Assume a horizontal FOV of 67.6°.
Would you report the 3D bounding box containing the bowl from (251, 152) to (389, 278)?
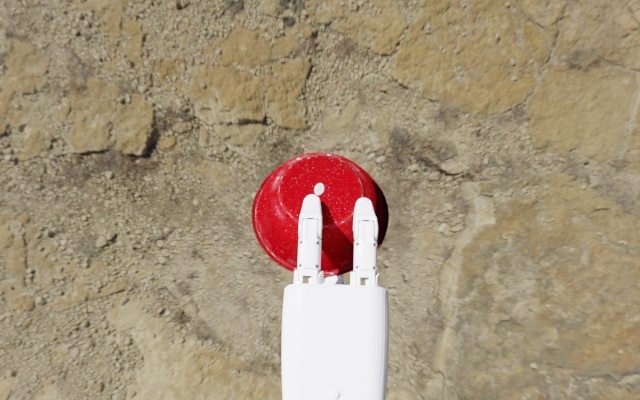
[{"bbox_3d":[0.000,0.000,0.540,0.162,0.162,0.055,0,-29,-1],"label":"bowl"}]
